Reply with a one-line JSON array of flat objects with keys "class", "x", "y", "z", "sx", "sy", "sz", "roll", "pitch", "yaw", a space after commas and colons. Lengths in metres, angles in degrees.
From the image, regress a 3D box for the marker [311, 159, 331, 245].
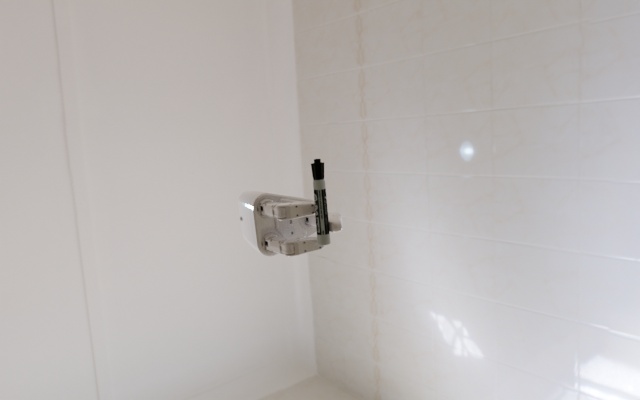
[{"class": "marker", "x": 0.000, "y": 0.002, "z": 0.668, "sx": 0.020, "sy": 0.121, "sz": 0.020, "roll": -5, "pitch": 9, "yaw": 1}]
